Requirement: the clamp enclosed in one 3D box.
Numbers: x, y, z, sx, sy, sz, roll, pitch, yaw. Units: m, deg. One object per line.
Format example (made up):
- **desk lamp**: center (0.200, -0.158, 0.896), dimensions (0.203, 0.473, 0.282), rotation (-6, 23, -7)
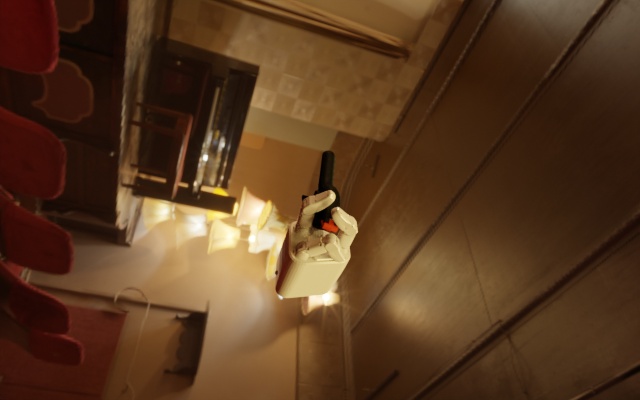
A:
- **clamp**: center (0.001, 0.003, 0.855), dimensions (0.039, 0.120, 0.171), rotation (13, 41, -14)
